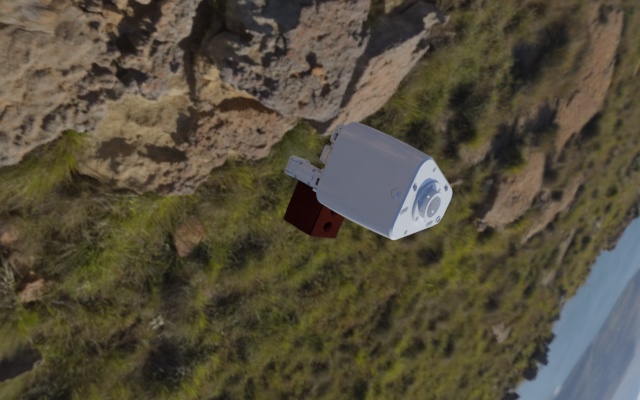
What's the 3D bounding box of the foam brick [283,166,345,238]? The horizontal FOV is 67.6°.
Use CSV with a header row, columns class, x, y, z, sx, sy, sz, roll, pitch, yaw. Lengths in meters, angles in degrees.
class,x,y,z,sx,sy,sz,roll,pitch,yaw
foam brick,0.000,0.002,0.591,0.051,0.078,0.053,30,12,36
